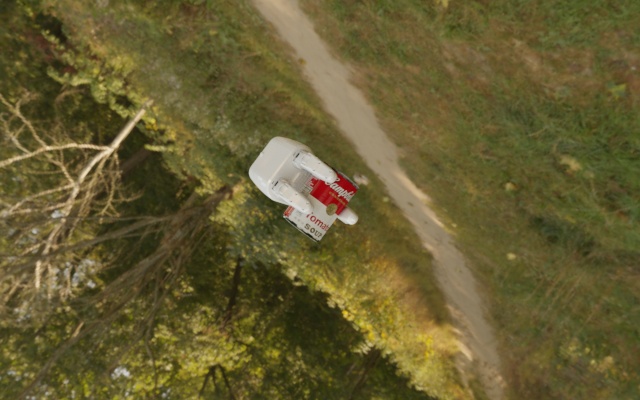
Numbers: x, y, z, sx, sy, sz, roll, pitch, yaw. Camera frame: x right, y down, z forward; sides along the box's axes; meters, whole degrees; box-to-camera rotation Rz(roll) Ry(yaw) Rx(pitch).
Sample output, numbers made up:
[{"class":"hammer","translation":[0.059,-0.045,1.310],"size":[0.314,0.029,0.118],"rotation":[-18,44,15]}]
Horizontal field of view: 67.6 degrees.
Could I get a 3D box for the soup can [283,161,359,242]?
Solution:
[{"class":"soup can","translation":[0.000,0.003,0.710],"size":[0.068,0.102,0.068],"rotation":[37,-2,1]}]
